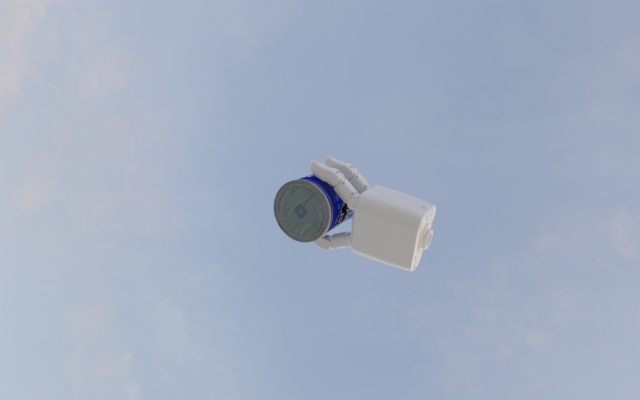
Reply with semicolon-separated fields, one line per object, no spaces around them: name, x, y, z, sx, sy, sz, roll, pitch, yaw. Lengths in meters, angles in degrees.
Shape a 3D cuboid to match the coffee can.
coffee can;0.000;0.003;0.815;0.103;0.103;0.140;0;13;28
